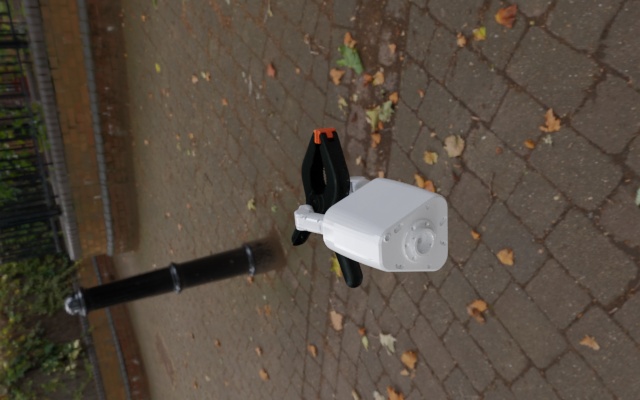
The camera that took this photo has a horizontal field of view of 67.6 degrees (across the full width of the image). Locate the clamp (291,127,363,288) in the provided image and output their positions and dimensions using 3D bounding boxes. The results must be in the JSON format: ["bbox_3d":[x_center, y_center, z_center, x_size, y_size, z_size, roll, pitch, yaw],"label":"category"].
[{"bbox_3d":[0.000,0.002,0.673,0.036,0.210,0.164,-14,18,-32],"label":"clamp"}]
